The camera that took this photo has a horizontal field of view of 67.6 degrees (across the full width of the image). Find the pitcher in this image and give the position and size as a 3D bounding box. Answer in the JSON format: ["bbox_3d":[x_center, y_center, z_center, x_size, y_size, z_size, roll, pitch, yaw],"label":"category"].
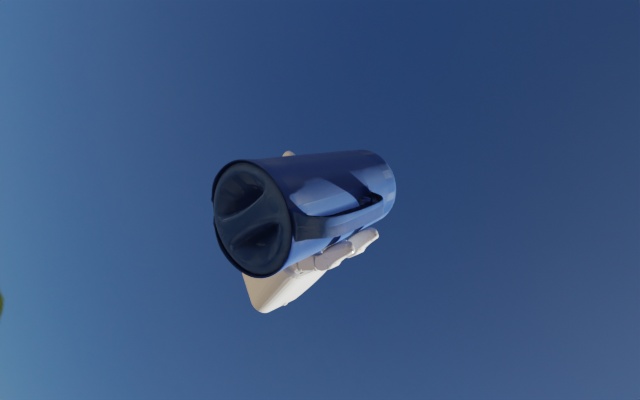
[{"bbox_3d":[0.000,0.002,0.601,0.243,0.149,0.145,-17,-28,-48],"label":"pitcher"}]
